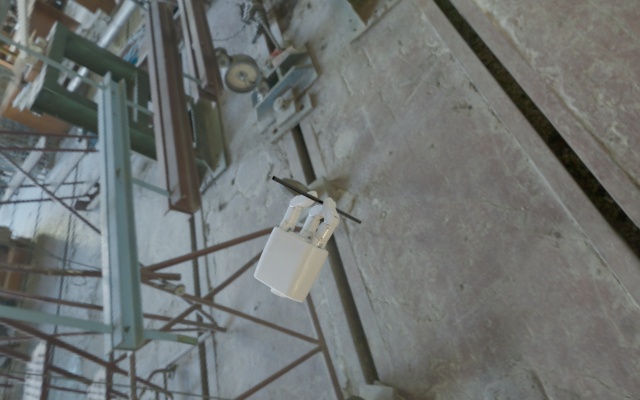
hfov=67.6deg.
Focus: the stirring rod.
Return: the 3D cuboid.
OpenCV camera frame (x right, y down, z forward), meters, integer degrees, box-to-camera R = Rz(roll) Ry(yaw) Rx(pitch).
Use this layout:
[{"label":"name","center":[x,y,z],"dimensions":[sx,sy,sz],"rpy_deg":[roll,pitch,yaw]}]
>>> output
[{"label":"stirring rod","center":[0.000,0.003,0.900],"dimensions":[0.011,0.011,0.239],"rpy_deg":[0,-20,46]}]
